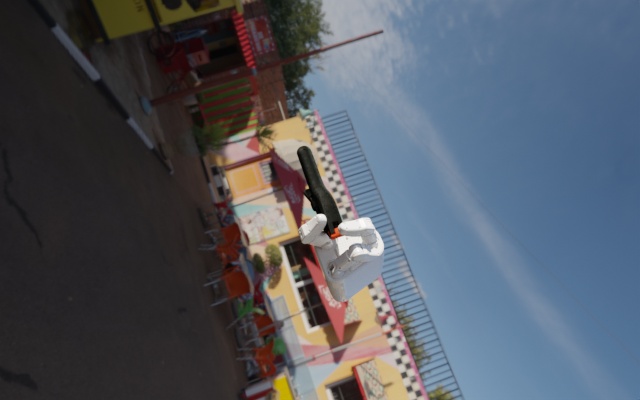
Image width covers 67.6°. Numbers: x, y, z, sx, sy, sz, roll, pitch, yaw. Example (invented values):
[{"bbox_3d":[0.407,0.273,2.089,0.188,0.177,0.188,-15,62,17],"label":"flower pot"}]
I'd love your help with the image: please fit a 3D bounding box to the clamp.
[{"bbox_3d":[0.001,0.002,0.807,0.039,0.171,0.120,-20,-31,-4],"label":"clamp"}]
